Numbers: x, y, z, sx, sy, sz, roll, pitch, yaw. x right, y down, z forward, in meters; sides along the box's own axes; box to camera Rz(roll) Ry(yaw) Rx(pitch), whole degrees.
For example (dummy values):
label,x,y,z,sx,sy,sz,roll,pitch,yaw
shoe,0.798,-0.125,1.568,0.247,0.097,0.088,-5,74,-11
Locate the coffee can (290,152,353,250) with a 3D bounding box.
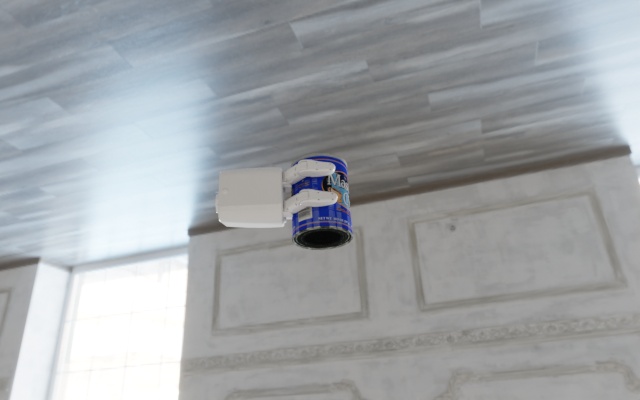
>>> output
label,x,y,z,sx,sy,sz,roll,pitch,yaw
coffee can,0.000,0.003,0.828,0.103,0.140,0.103,-3,-26,-1
